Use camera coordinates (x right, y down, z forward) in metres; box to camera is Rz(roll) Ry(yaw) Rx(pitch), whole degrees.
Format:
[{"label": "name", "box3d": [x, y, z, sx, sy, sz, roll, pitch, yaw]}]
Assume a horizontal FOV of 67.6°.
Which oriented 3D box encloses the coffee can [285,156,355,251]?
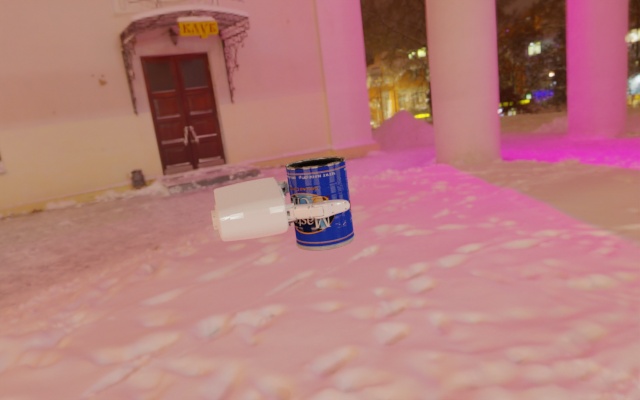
[{"label": "coffee can", "box3d": [0.000, 0.003, 0.813, 0.103, 0.140, 0.102, -7, 12, 2]}]
